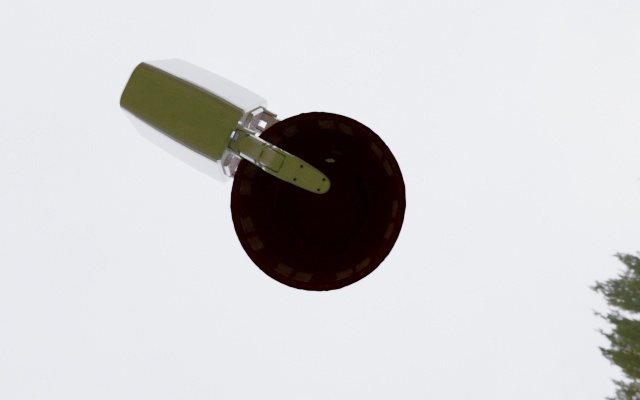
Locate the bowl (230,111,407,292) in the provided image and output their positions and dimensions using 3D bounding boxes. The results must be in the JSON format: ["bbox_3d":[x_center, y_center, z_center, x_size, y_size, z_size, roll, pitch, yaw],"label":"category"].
[{"bbox_3d":[0.001,0.002,0.451,0.162,0.162,0.055,0,-3,12],"label":"bowl"}]
